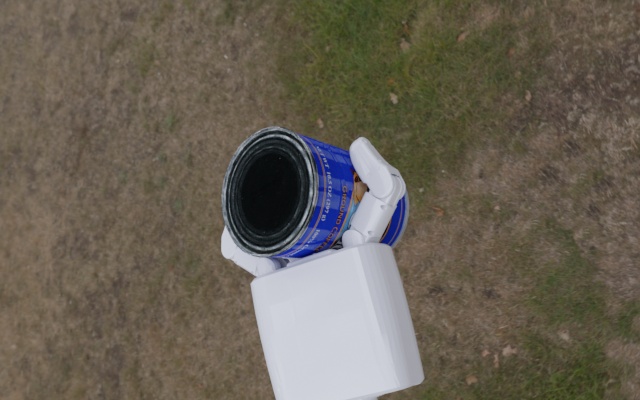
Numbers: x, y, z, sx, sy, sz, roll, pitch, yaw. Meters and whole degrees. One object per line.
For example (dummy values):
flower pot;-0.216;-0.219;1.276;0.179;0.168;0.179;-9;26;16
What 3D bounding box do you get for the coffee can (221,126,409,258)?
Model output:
coffee can;0.000;0.001;0.422;0.103;0.103;0.140;0;-7;38
